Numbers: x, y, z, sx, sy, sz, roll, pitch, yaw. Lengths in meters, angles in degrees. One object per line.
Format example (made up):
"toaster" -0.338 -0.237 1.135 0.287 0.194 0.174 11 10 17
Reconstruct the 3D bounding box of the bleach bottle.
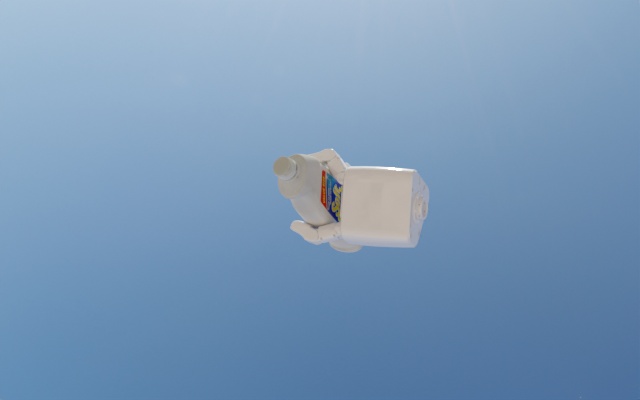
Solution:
"bleach bottle" 0.000 0.002 0.760 0.068 0.102 0.251 3 -18 29
